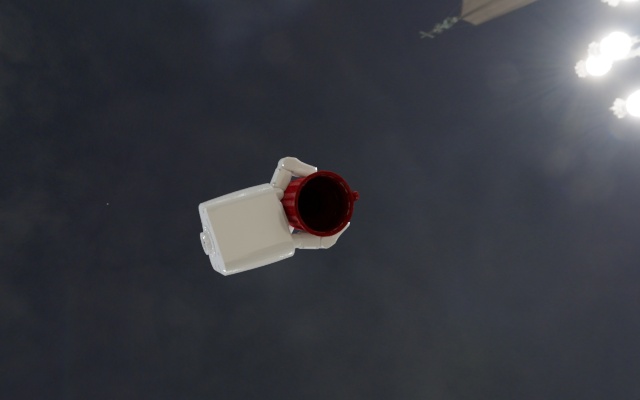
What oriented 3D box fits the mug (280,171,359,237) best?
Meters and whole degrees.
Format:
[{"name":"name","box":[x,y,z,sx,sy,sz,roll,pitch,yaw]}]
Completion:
[{"name":"mug","box":[0.001,0.002,0.710,0.117,0.093,0.081,-15,6,-24]}]
